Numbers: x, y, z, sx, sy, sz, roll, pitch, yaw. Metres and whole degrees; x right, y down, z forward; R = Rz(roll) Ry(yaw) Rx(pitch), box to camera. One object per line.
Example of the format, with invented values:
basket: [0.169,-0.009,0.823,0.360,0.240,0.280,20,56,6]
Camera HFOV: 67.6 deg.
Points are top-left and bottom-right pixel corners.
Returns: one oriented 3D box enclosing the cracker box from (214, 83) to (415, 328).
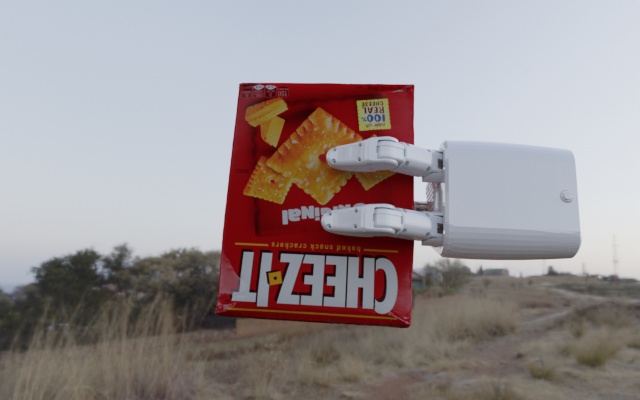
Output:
cracker box: [0.000,0.001,0.435,0.164,0.213,0.072,2,-14,4]
